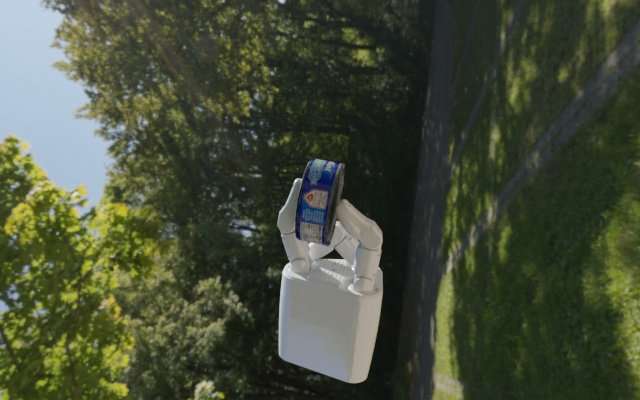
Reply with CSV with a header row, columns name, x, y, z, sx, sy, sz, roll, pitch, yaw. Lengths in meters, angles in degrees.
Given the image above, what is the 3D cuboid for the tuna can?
name,x,y,z,sx,sy,sz,roll,pitch,yaw
tuna can,0.000,0.001,0.484,0.034,0.086,0.086,11,1,7
